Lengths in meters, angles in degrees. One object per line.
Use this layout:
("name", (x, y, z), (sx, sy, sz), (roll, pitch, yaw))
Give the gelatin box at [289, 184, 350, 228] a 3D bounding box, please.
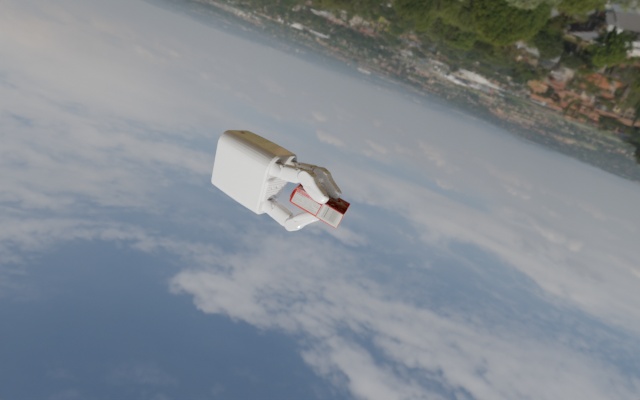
("gelatin box", (0.000, 0.003, 0.774), (0.089, 0.030, 0.073), (30, 17, 3))
